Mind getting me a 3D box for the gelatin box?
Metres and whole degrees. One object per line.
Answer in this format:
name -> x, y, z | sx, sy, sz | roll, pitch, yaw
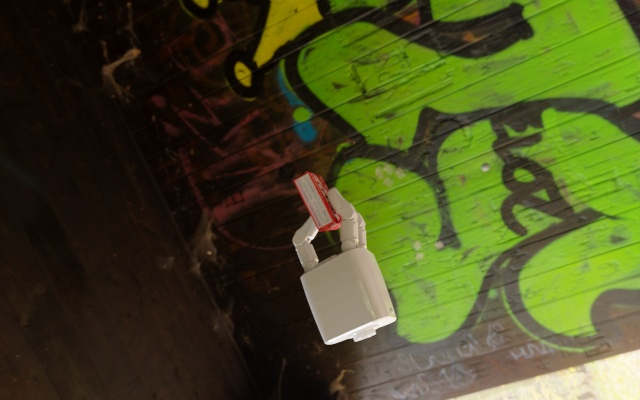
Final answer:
gelatin box -> 0.000, 0.002, 0.725 | 0.030, 0.089, 0.073 | -30, -10, 13
